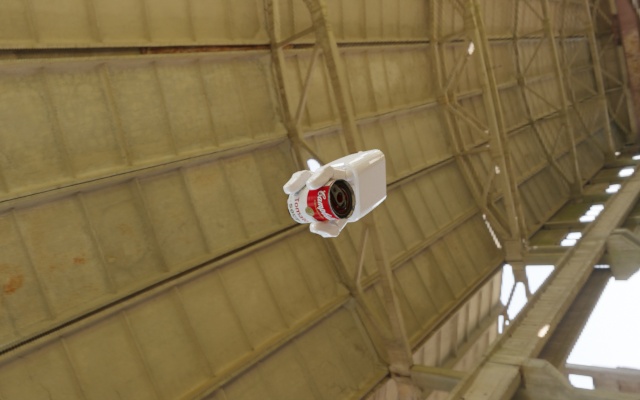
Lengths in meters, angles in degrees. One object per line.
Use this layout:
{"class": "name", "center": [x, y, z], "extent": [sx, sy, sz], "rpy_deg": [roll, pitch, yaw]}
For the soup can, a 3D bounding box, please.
{"class": "soup can", "center": [0.000, 0.003, 0.823], "extent": [0.102, 0.068, 0.068], "rpy_deg": [-8, -5, 42]}
